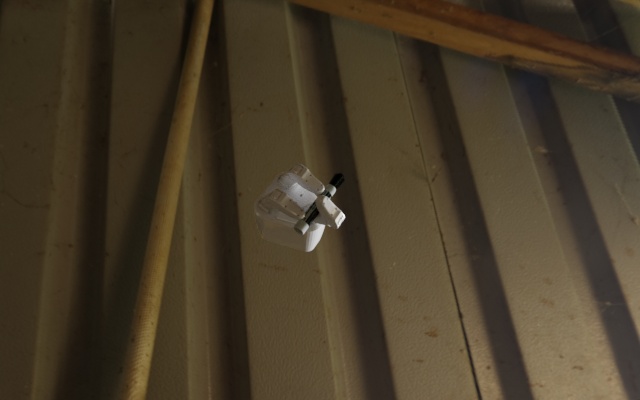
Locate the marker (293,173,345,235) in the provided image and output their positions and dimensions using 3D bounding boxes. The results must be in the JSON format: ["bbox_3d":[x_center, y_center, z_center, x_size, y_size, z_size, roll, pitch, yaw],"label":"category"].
[{"bbox_3d":[0.000,0.002,0.740,0.020,0.121,0.020,30,-25,16],"label":"marker"}]
